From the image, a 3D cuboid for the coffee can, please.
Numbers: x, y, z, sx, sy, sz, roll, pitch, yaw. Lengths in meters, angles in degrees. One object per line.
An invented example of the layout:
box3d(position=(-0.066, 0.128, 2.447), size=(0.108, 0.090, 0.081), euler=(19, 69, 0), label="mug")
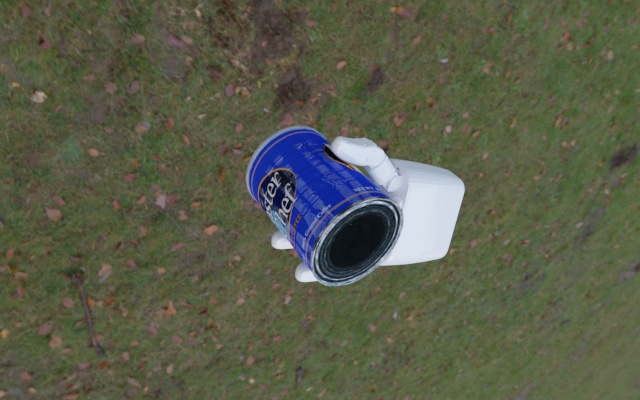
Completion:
box3d(position=(0.000, 0.001, 0.482), size=(0.103, 0.103, 0.140), euler=(0, 34, -38), label="coffee can")
